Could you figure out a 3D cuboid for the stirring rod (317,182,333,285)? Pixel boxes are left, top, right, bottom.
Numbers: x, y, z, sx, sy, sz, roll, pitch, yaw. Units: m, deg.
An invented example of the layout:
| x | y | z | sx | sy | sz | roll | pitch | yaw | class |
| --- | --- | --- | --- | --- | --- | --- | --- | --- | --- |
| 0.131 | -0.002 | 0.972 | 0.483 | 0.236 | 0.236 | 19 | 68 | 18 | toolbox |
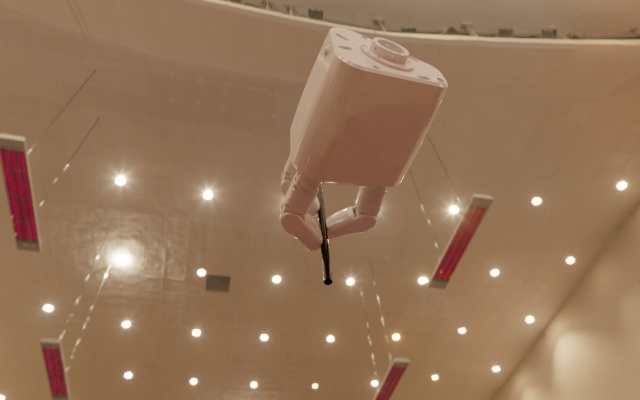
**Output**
| x | y | z | sx | sy | sz | roll | pitch | yaw | class |
| --- | --- | --- | --- | --- | --- | --- | --- | --- | --- |
| 0.000 | 0.002 | 0.525 | 0.011 | 0.011 | 0.239 | 0 | 37 | -4 | stirring rod |
